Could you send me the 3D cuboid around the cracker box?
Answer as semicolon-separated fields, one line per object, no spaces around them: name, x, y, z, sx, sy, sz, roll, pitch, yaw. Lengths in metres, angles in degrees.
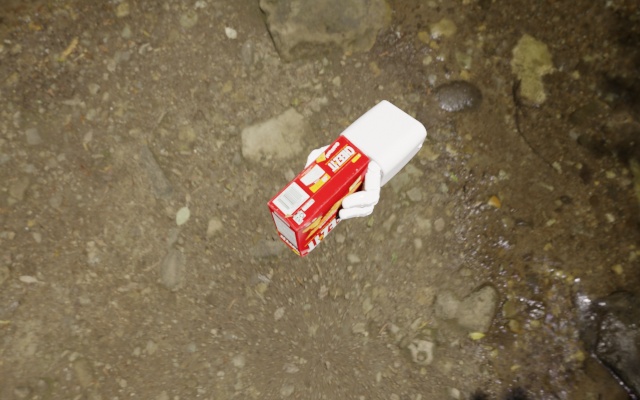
cracker box;0.000;0.003;0.820;0.072;0.164;0.214;43;-13;13
